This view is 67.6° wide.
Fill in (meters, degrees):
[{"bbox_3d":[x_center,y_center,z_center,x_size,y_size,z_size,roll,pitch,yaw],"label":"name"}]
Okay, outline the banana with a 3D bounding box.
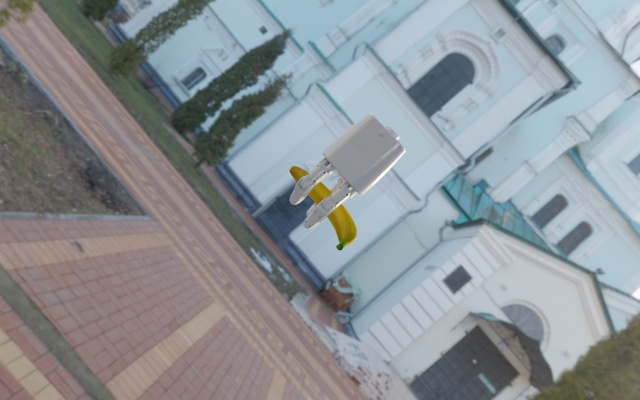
[{"bbox_3d":[0.012,0.010,0.834,0.070,0.037,0.197,23,26,-51],"label":"banana"}]
